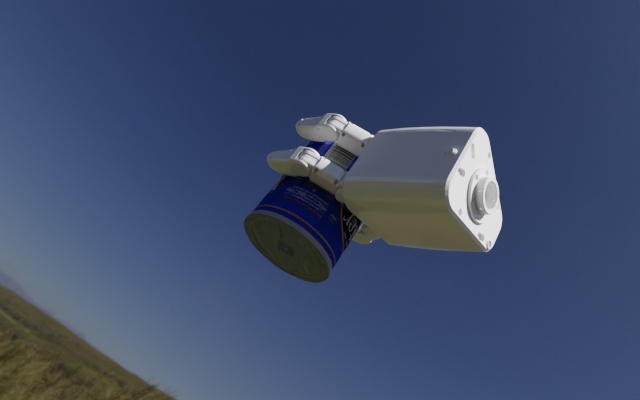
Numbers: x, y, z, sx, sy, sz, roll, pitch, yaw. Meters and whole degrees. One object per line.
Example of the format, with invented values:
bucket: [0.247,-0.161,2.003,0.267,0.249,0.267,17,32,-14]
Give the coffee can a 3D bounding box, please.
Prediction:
coffee can: [0.000,0.002,0.515,0.103,0.103,0.140,0,44,45]
